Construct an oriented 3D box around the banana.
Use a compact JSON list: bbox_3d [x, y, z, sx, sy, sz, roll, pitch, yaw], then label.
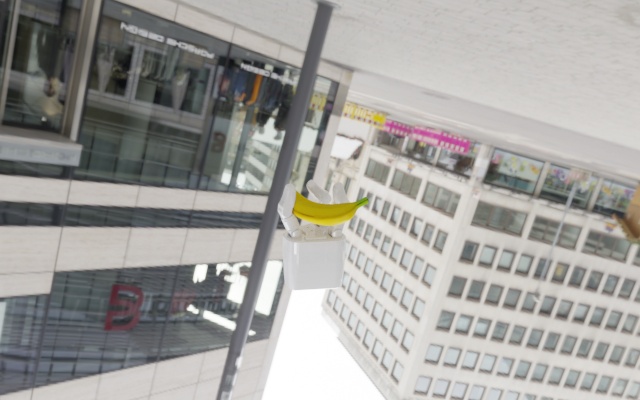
[{"bbox_3d":[-0.009,0.012,0.858,0.198,0.037,0.069,10,35,40],"label":"banana"}]
